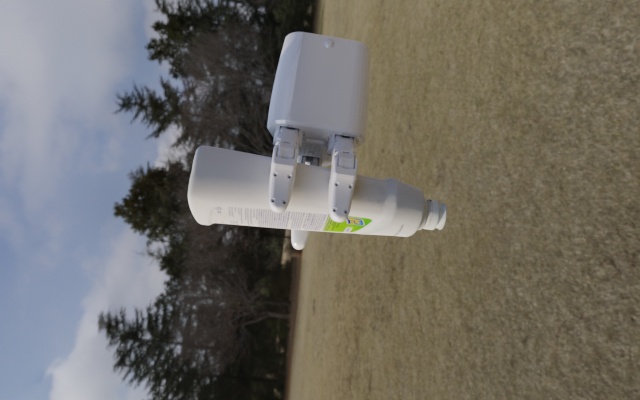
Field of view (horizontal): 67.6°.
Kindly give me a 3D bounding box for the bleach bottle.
[{"bbox_3d":[0.000,0.002,0.489,0.251,0.068,0.102,8,-17,-5],"label":"bleach bottle"}]
